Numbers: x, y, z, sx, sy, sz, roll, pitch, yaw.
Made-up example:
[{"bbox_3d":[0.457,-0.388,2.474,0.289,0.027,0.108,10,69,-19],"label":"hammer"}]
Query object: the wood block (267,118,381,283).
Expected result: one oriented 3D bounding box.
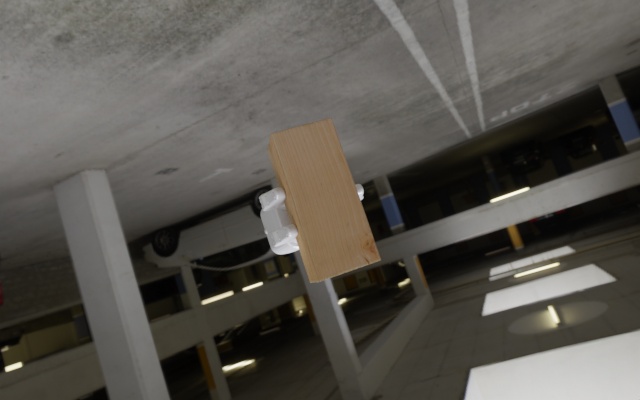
[{"bbox_3d":[0.000,0.002,0.674,0.091,0.206,0.090,-17,-7,-12],"label":"wood block"}]
